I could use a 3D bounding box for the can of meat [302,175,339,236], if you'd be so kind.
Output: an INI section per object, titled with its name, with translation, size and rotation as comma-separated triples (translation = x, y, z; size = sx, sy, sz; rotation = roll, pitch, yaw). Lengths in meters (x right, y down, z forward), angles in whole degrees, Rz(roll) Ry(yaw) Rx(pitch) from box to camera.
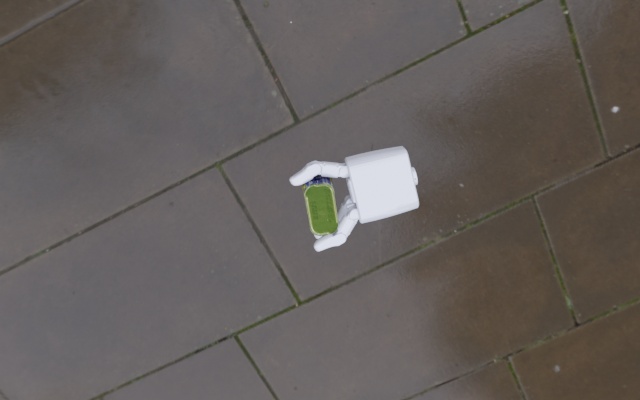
[can of meat]
translation = 0.000, 0.003, 0.855
size = 0.057, 0.102, 0.084
rotation = -10, 21, -1
